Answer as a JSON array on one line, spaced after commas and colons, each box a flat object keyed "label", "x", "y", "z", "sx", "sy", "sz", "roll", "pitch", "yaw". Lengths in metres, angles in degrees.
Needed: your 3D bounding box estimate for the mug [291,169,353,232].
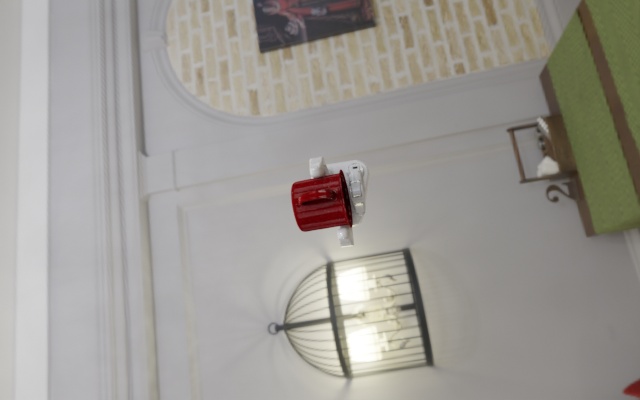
[{"label": "mug", "x": 0.000, "y": 0.002, "z": 0.740, "sx": 0.081, "sy": 0.093, "sz": 0.117, "roll": -10, "pitch": -8, "yaw": 9}]
